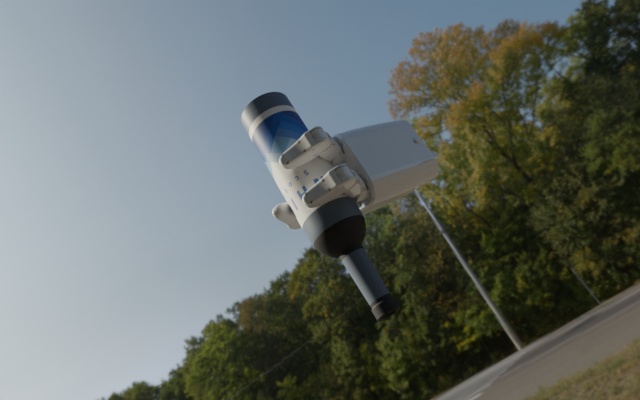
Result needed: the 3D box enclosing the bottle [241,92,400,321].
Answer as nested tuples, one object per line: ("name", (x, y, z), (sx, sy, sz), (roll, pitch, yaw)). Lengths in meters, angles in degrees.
("bottle", (0.000, 0.002, 0.548), (0.069, 0.295, 0.069), (-26, -24, -12))
